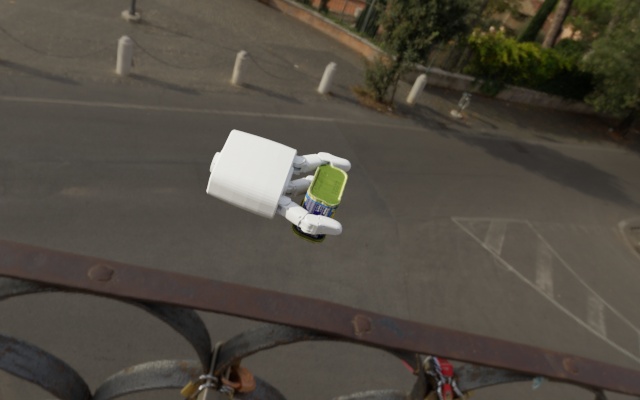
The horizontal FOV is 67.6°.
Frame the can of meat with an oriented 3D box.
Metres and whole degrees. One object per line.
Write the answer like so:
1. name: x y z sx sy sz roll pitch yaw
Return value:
1. can of meat: 0.000 0.002 0.754 0.057 0.084 0.102 22 39 -2
